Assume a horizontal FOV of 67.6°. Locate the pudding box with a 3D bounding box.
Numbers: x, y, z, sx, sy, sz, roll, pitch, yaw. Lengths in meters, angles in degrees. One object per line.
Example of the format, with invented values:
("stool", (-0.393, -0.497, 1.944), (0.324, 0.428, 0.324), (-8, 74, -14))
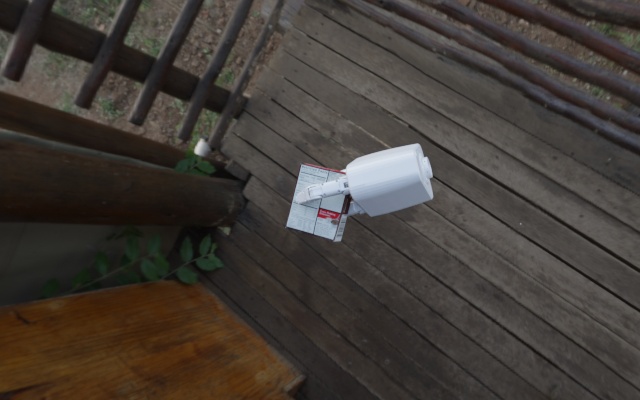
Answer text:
("pudding box", (0.000, 0.003, 0.776), (0.090, 0.113, 0.039), (15, 1, 19))
